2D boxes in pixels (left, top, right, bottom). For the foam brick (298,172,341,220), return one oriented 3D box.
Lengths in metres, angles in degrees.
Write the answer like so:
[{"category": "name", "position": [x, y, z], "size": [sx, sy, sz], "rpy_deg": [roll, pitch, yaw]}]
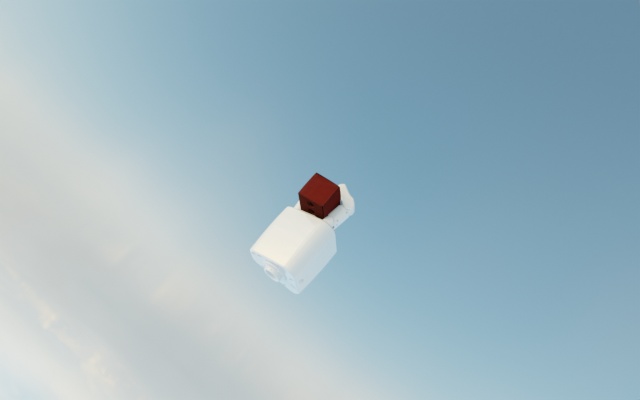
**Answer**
[{"category": "foam brick", "position": [0.000, 0.002, 0.819], "size": [0.053, 0.051, 0.078], "rpy_deg": [31, -27, 23]}]
